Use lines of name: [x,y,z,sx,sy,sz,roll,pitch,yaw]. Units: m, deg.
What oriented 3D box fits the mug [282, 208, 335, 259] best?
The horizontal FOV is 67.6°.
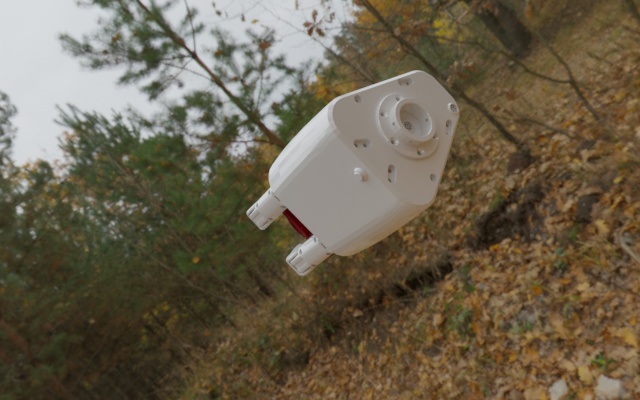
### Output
mug: [-0.001,0.002,0.470,0.093,0.081,0.117,-44,3,-35]
